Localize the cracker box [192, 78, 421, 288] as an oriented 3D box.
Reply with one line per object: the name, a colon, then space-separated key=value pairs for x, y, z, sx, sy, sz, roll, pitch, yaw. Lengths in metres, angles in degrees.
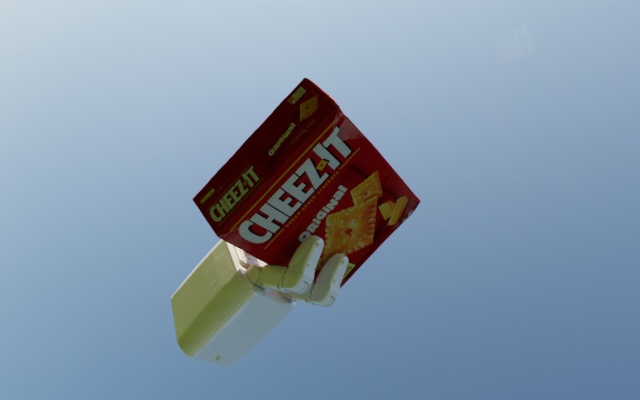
cracker box: x=0.000 y=0.002 z=0.518 sx=0.072 sy=0.164 sz=0.214 roll=46 pitch=5 yaw=40
